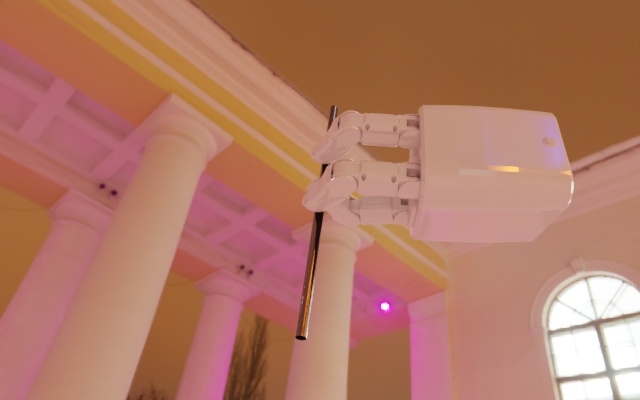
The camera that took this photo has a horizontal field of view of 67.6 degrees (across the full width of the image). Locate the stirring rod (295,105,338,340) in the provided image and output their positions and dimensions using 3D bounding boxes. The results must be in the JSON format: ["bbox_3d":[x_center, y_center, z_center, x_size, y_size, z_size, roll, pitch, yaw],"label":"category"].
[{"bbox_3d":[0.000,0.001,0.403,0.011,0.239,0.011,5,-38,4],"label":"stirring rod"}]
